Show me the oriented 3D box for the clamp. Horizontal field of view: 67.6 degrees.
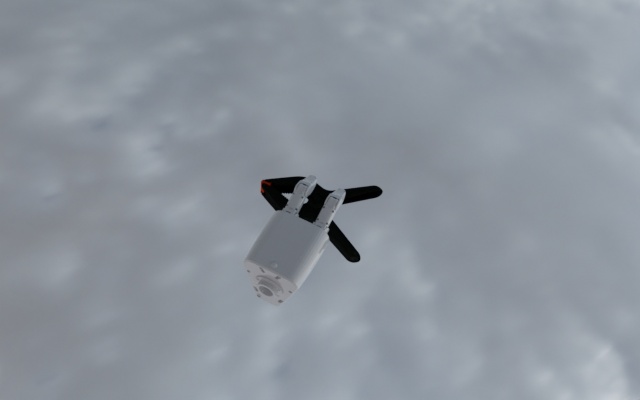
[{"bbox_3d":[-0.001,0.003,0.821,0.210,0.164,0.036,24,-39,10],"label":"clamp"}]
